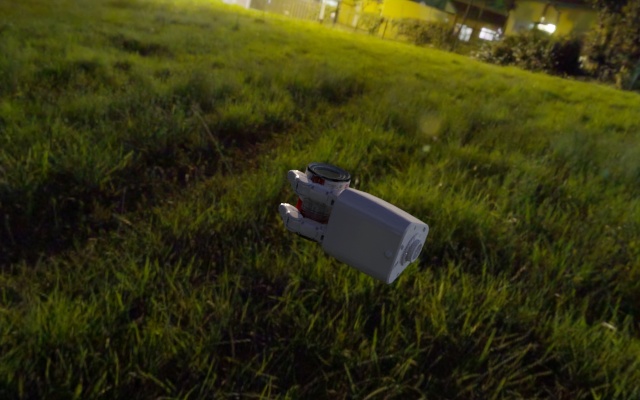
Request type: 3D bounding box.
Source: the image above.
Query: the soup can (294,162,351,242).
[{"bbox_3d":[0.000,0.002,0.712,0.068,0.102,0.068,14,21,-5],"label":"soup can"}]
